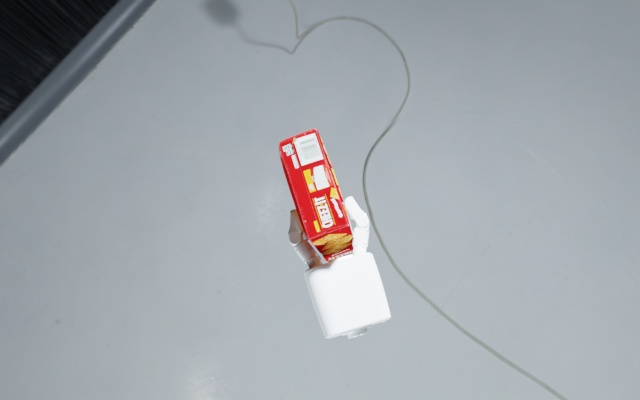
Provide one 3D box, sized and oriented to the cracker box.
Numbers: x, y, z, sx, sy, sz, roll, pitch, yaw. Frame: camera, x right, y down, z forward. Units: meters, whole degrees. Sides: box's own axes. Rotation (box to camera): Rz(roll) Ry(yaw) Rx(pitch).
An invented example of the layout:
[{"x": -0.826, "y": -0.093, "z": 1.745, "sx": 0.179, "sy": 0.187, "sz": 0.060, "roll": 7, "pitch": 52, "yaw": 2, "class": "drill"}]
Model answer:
[{"x": 0.000, "y": 0.003, "z": 0.796, "sx": 0.072, "sy": 0.164, "sz": 0.214, "roll": -19, "pitch": -17, "yaw": 1, "class": "cracker box"}]
